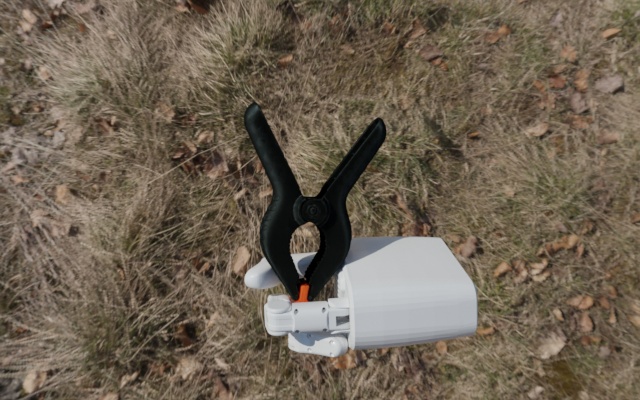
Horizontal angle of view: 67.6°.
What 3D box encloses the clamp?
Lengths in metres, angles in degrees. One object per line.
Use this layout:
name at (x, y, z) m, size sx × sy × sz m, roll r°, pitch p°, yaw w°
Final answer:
clamp at (0.000, 0.002, 0.406) m, size 0.120 × 0.171 × 0.039 m, roll -3°, pitch 8°, yaw -5°
